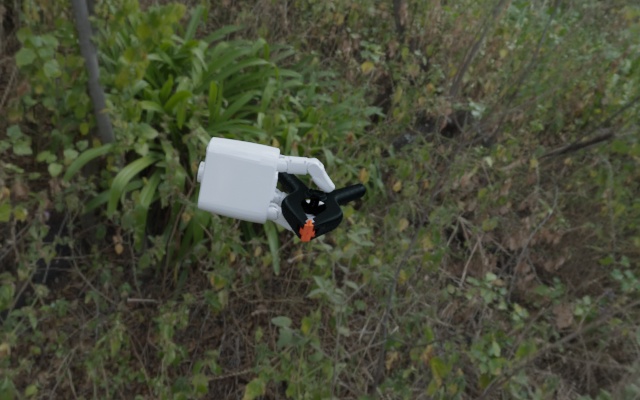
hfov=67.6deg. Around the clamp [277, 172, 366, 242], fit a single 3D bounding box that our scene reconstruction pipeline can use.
[{"bbox_3d":[0.000,0.002,0.751,0.164,0.036,0.210,10,26,-7],"label":"clamp"}]
